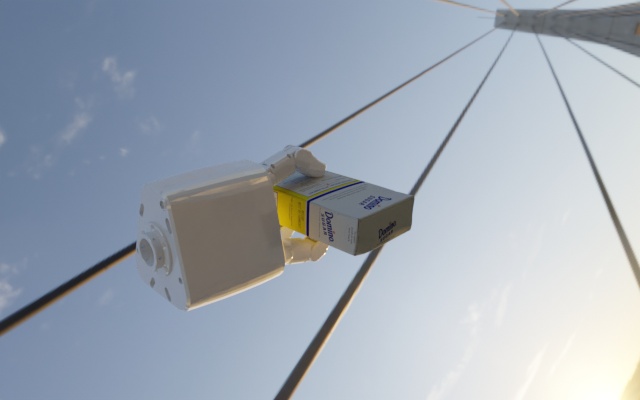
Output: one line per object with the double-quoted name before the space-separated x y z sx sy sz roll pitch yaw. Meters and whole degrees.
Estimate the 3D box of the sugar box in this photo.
"sugar box" 0.000 0.002 0.509 0.176 0.048 0.093 22 29 39
